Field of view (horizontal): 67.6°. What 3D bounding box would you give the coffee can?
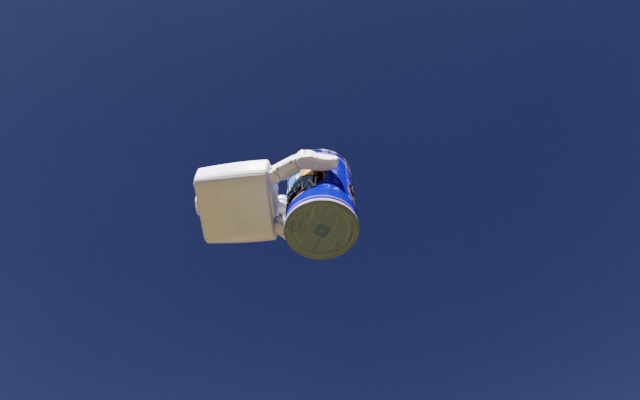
[{"bbox_3d":[0.000,0.002,0.701,0.103,0.103,0.140,0,35,-1],"label":"coffee can"}]
